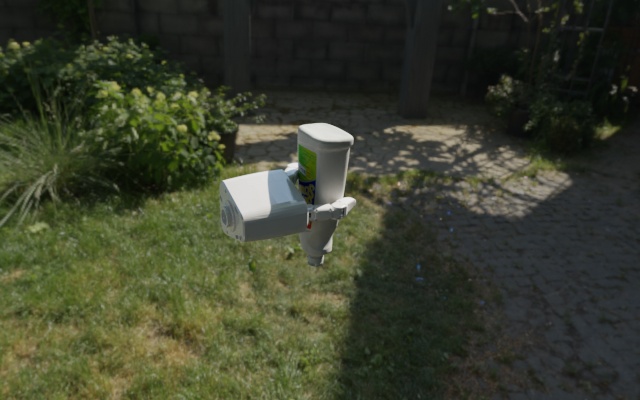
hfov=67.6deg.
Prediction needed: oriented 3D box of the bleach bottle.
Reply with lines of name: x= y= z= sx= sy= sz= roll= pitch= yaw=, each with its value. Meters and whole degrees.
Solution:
bleach bottle: x=0.000 y=0.003 z=0.812 sx=0.068 sy=0.251 sz=0.102 roll=-11 pitch=28 yaw=-27
